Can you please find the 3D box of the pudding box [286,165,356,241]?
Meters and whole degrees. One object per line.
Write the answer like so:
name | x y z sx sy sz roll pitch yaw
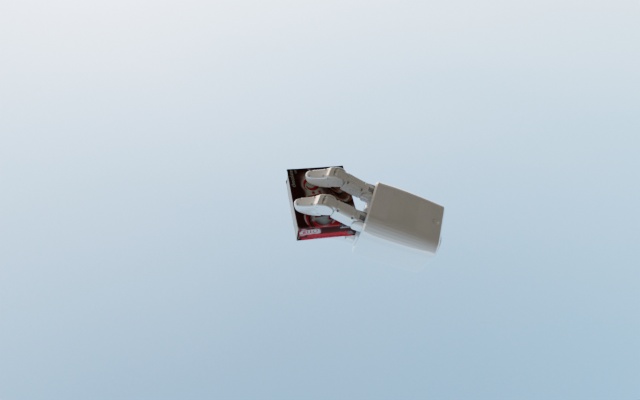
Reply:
pudding box | 0.000 0.002 0.709 0.090 0.113 0.039 -4 -39 -13
